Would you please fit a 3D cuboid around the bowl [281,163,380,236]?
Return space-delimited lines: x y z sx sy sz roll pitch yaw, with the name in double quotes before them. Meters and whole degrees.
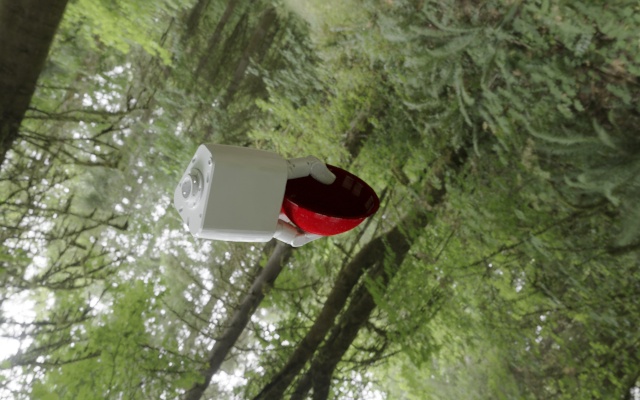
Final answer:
"bowl" 0.001 0.003 0.686 0.162 0.055 0.162 13 28 -7
